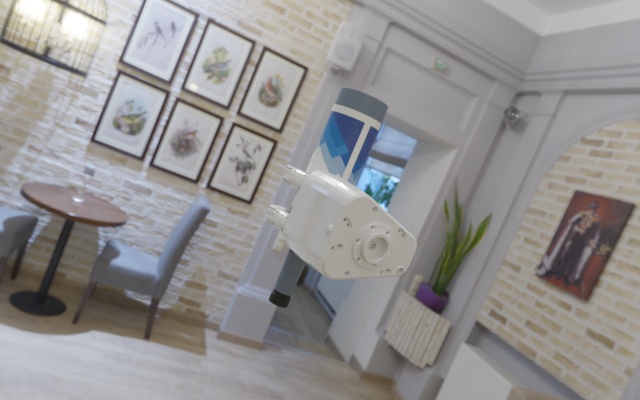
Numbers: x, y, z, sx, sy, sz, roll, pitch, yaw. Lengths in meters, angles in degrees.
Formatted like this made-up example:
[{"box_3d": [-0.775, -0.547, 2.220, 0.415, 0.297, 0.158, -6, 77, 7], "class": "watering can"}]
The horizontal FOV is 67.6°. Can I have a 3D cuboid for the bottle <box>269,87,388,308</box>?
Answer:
[{"box_3d": [0.000, 0.002, 0.627, 0.069, 0.296, 0.069, 23, 4, -2], "class": "bottle"}]
